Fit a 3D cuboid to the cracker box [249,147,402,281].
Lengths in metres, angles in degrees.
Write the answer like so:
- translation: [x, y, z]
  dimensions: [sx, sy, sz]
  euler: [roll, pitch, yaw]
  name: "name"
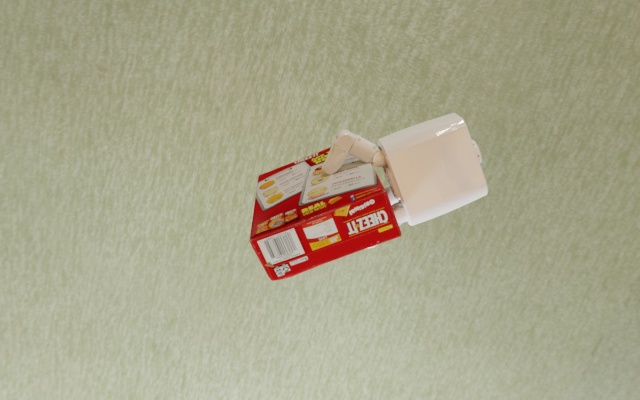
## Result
- translation: [0.000, 0.002, 0.631]
  dimensions: [0.164, 0.072, 0.213]
  euler: [-21, 23, 5]
  name: "cracker box"
